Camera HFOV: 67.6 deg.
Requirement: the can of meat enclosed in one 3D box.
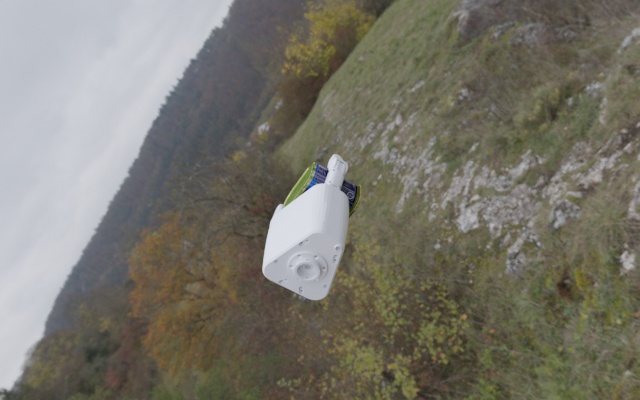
[{"bbox_3d":[0.000,0.002,0.719,0.084,0.102,0.057,29,34,-14],"label":"can of meat"}]
